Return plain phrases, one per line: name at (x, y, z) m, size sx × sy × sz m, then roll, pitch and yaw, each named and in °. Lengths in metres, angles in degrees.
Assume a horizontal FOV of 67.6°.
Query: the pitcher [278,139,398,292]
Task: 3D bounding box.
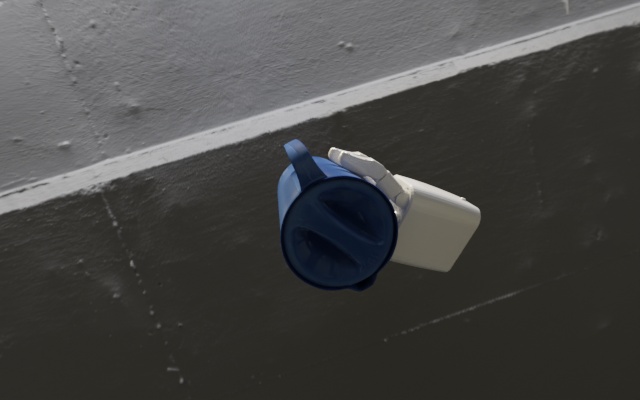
pitcher at (0.000, 0.002, 0.632) m, size 0.145 × 0.149 × 0.242 m, roll 15°, pitch 11°, yaw -13°
